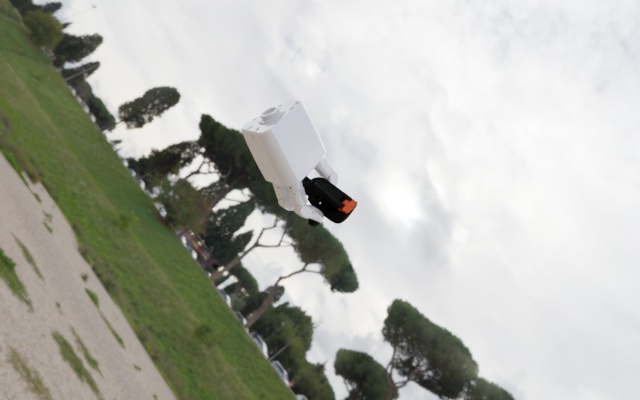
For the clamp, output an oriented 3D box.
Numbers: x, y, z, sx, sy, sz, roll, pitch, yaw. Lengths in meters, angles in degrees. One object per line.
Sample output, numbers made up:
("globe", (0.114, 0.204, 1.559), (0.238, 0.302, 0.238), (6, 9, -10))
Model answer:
("clamp", (0.001, 0.002, 0.868), (0.036, 0.165, 0.210), (-41, 33, -19))
